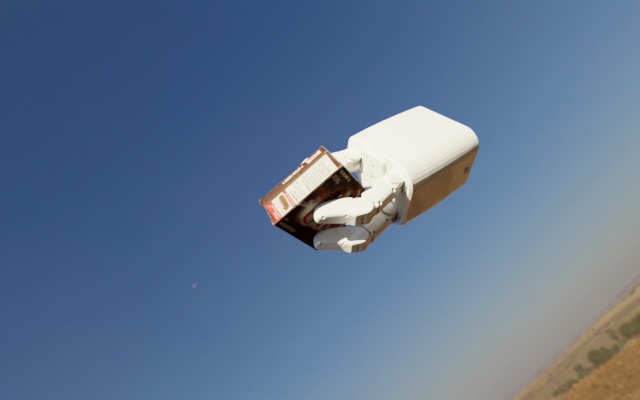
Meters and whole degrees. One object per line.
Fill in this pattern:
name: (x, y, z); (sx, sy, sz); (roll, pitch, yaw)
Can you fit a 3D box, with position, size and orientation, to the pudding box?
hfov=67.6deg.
pudding box: (0.000, 0.002, 0.513); (0.090, 0.039, 0.113); (-42, -31, 5)
